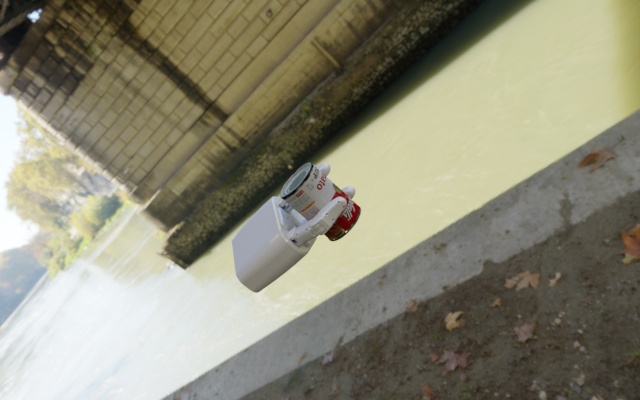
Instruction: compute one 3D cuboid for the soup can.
[{"bbox_3d":[0.000,0.002,0.694,0.102,0.068,0.068,42,-16,-19],"label":"soup can"}]
